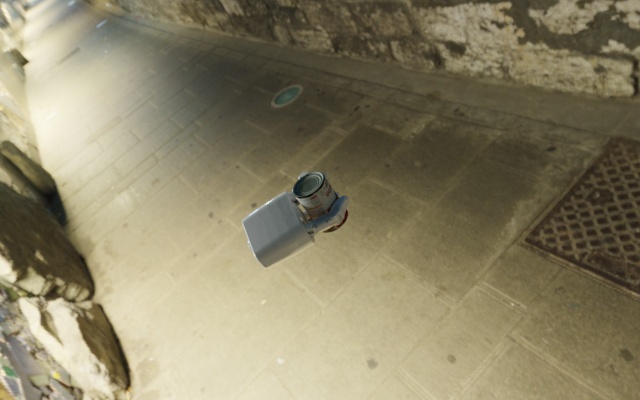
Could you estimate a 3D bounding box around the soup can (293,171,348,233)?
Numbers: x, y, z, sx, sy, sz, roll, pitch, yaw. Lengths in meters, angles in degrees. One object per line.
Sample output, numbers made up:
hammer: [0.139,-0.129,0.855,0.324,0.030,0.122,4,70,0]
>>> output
soup can: [0.000,0.003,0.898,0.068,0.068,0.102,0,-42,37]
